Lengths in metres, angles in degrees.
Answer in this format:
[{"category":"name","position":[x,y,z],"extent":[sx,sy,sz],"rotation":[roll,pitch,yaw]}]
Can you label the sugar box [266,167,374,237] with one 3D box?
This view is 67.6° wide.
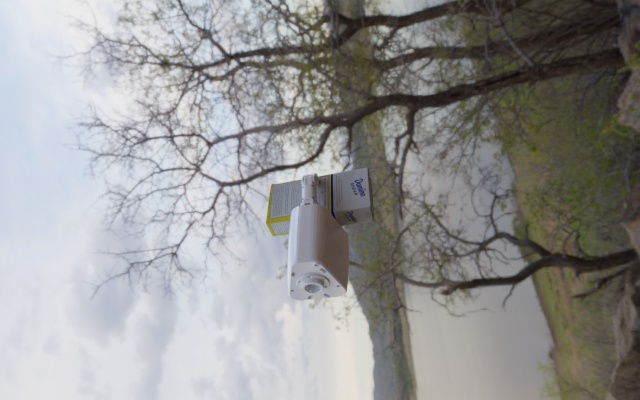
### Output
[{"category":"sugar box","position":[0.000,0.003,0.809],"extent":[0.176,0.093,0.048],"rotation":[-7,-42,10]}]
